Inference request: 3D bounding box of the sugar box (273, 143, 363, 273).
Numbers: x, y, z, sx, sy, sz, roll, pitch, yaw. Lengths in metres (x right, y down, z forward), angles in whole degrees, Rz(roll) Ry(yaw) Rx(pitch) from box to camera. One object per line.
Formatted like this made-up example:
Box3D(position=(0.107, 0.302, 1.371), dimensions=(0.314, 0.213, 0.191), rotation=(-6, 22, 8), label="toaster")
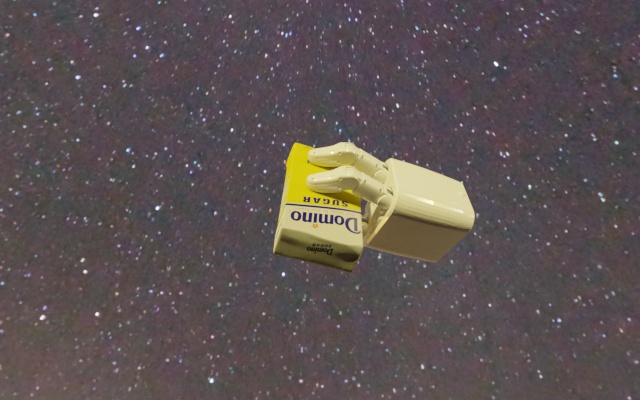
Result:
Box3D(position=(0.000, 0.001, 0.576), dimensions=(0.093, 0.048, 0.176), rotation=(15, 34, -10), label="sugar box")
